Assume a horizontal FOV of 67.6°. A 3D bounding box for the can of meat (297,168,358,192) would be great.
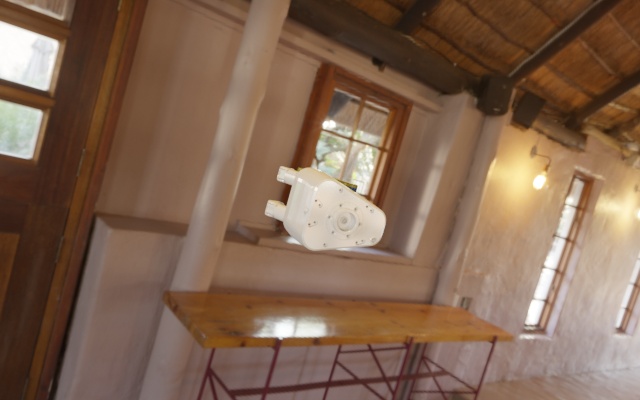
[{"bbox_3d":[0.000,0.002,0.742,0.102,0.084,0.057,15,5,-15],"label":"can of meat"}]
